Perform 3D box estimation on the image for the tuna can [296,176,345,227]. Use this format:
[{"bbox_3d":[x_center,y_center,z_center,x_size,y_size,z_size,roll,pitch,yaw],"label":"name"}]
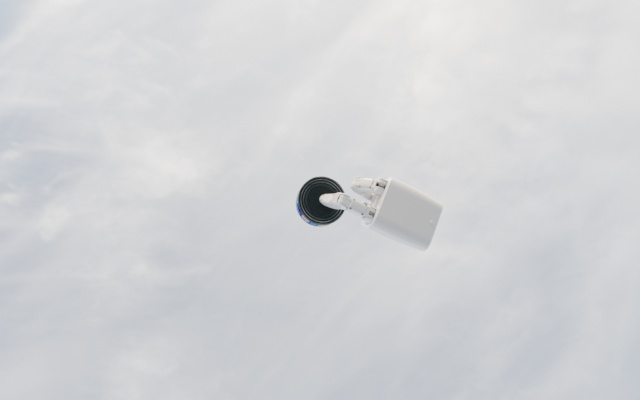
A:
[{"bbox_3d":[0.000,0.003,0.840,0.086,0.086,0.034,0,-11,-12],"label":"tuna can"}]
